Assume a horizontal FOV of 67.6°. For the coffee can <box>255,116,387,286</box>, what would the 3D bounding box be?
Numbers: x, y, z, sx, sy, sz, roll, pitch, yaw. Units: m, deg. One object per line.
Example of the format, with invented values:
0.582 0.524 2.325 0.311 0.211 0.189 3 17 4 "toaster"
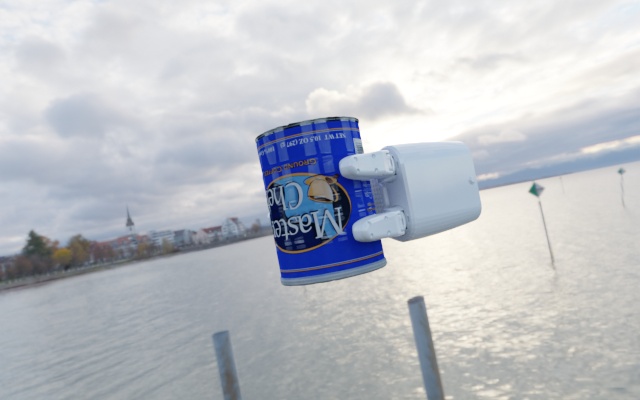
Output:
0.000 0.002 0.458 0.103 0.140 0.103 -11 -2 0 "coffee can"
